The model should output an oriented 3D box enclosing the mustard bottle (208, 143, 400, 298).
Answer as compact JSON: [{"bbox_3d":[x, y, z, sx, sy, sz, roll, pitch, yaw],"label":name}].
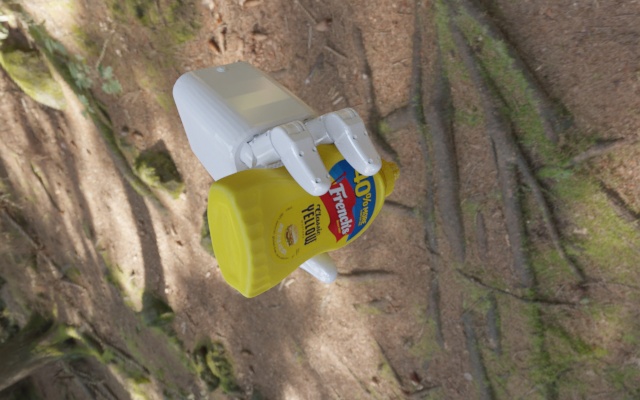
[{"bbox_3d":[0.000,0.002,0.413,0.191,0.096,0.058,-24,31,-36],"label":"mustard bottle"}]
